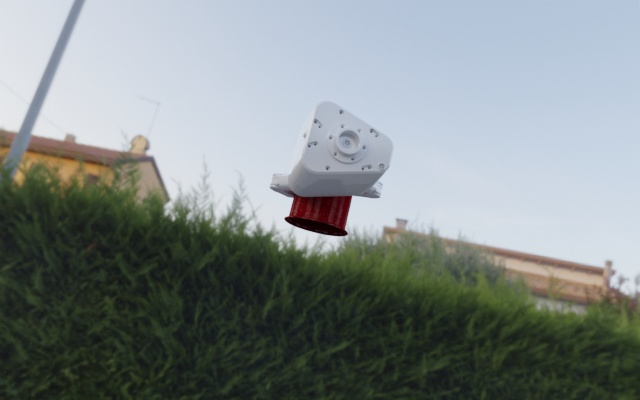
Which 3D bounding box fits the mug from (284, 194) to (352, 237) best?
[{"bbox_3d":[0.000,0.002,0.697,0.093,0.081,0.117,16,-14,-9],"label":"mug"}]
